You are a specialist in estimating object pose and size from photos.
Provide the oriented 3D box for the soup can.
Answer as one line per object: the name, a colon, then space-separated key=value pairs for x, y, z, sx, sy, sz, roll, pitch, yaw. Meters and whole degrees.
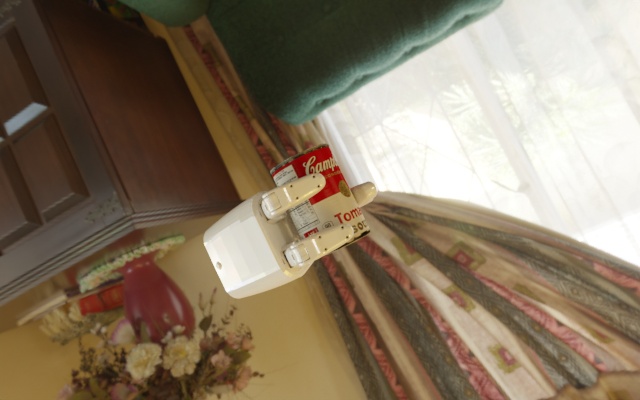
soup can: x=0.001 y=0.002 z=0.494 sx=0.068 sy=0.102 sz=0.068 roll=-26 pitch=-4 yaw=-2
